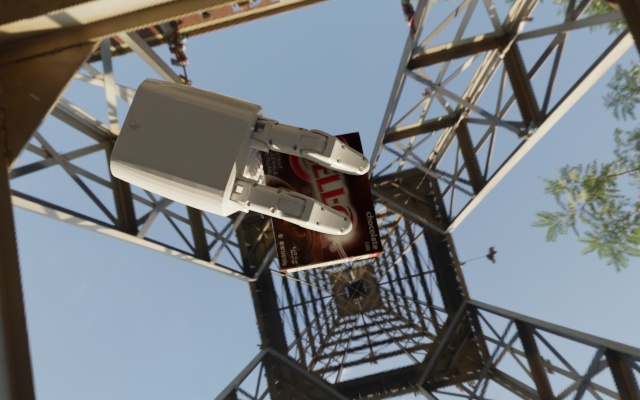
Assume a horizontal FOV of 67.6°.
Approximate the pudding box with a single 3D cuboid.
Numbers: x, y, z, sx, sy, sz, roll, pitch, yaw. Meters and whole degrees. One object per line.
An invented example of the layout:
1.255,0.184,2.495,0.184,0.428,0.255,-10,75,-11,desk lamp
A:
0.000,0.001,0.426,0.090,0.113,0.039,-10,-9,-2,pudding box
